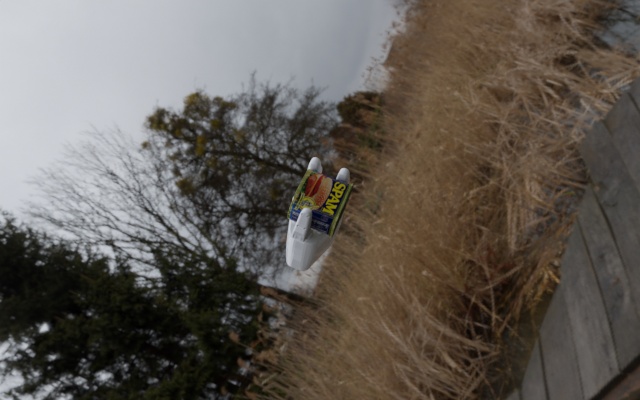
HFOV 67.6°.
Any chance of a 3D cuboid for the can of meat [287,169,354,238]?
[{"bbox_3d":[0.000,0.003,0.823,0.084,0.102,0.057,21,-34,7],"label":"can of meat"}]
